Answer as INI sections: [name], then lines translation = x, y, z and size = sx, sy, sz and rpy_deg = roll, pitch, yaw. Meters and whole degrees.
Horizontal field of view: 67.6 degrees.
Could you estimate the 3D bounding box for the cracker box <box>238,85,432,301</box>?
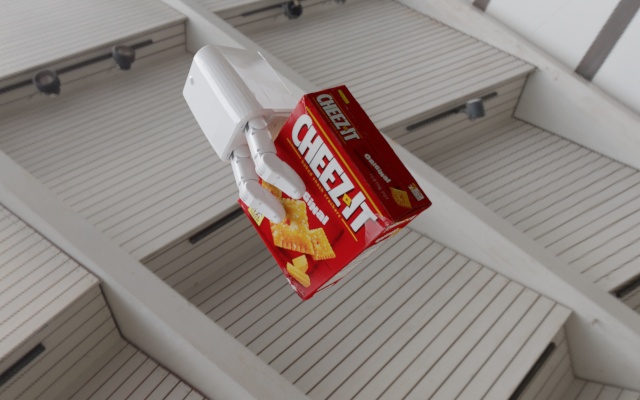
[cracker box]
translation = 0.000, 0.002, 0.557
size = 0.072, 0.164, 0.214
rpy_deg = -23, -17, -39
